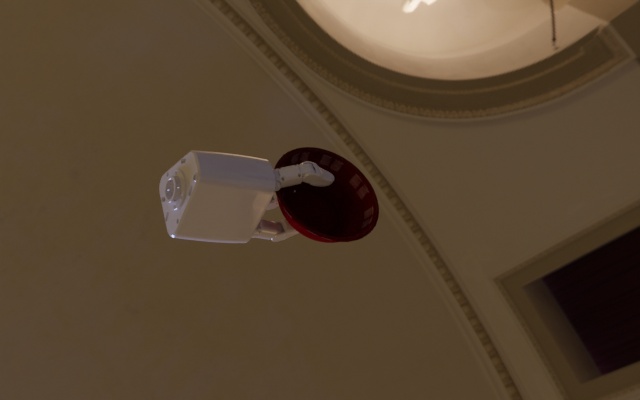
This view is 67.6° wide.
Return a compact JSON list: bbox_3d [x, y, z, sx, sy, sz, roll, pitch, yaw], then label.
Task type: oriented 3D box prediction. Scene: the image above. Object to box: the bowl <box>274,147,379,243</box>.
[{"bbox_3d":[0.001,0.003,0.678,0.162,0.162,0.055,0,-35,-30],"label":"bowl"}]
